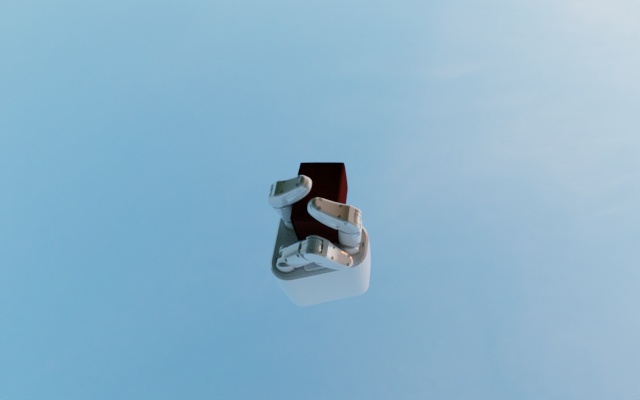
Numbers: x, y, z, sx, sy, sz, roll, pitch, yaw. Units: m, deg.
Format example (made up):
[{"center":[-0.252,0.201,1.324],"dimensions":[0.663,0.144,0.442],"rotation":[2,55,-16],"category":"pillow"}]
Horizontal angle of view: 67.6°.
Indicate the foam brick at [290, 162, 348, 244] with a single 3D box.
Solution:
[{"center":[0.000,0.001,0.543],"dimensions":[0.053,0.078,0.051],"rotation":[3,-30,11],"category":"foam brick"}]
